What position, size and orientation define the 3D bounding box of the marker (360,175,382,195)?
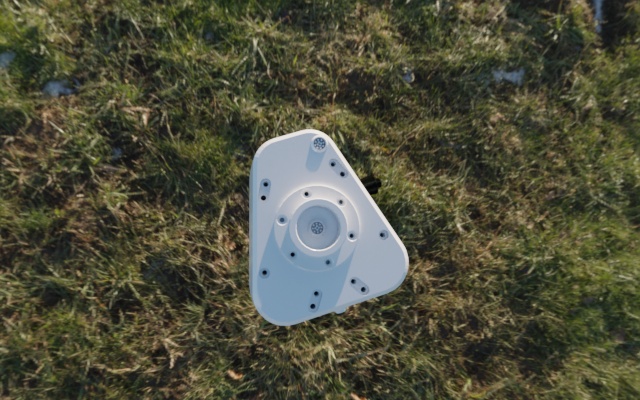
[{"bbox_3d":[0.000,0.001,0.447,0.121,0.020,0.020,-18,2,-7],"label":"marker"}]
